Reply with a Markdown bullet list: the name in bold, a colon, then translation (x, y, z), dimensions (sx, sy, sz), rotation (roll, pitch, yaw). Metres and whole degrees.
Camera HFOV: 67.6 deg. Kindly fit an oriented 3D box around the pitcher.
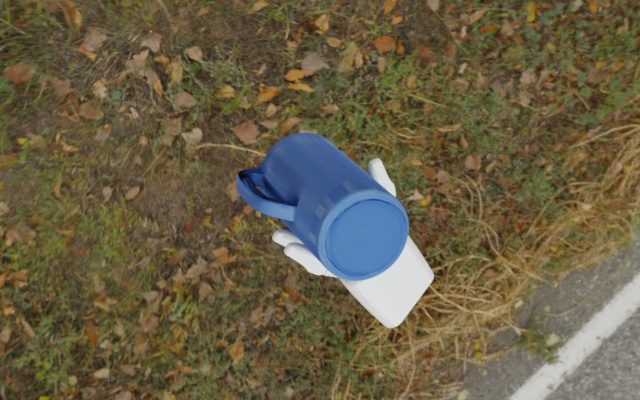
- **pitcher**: translation (0.000, 0.002, 0.608), dimensions (0.149, 0.145, 0.242), rotation (-40, 27, -3)
